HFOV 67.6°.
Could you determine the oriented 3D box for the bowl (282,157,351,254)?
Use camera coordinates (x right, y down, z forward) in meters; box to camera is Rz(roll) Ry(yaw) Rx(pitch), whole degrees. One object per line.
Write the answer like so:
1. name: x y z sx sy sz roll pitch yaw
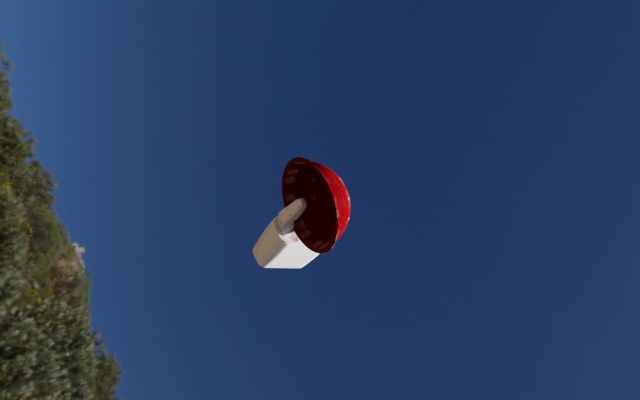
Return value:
1. bowl: 0.001 0.002 0.781 0.055 0.162 0.162 -17 9 -30
